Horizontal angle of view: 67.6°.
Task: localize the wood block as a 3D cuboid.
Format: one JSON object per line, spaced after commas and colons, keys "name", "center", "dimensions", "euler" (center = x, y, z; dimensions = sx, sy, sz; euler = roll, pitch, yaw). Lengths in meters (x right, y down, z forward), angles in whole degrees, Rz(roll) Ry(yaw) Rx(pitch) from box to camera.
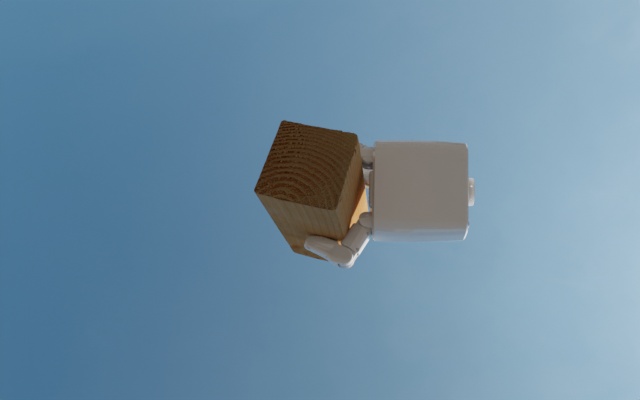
{"name": "wood block", "center": [0.000, 0.002, 0.580], "dimensions": [0.090, 0.090, 0.206], "euler": [13, -21, 14]}
